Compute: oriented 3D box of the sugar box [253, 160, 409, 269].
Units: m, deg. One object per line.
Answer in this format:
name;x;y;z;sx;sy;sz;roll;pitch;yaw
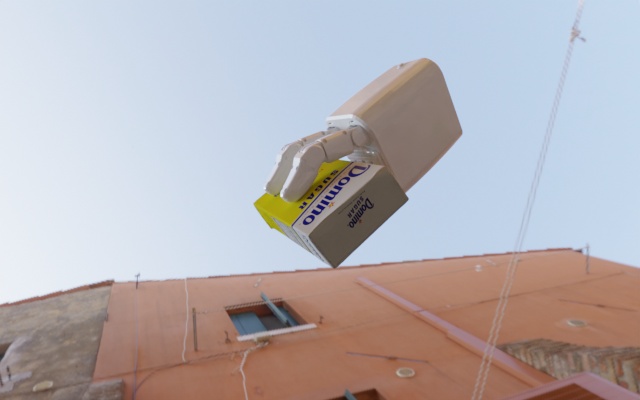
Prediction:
sugar box;0.000;0.001;0.474;0.093;0.048;0.176;-42;19;-13
